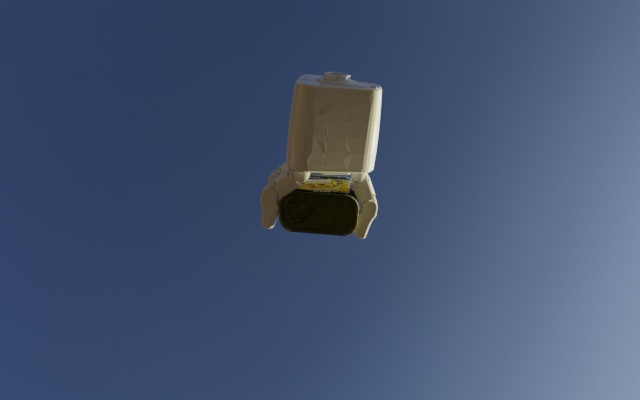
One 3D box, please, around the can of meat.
[{"bbox_3d":[0.000,0.002,0.650,0.102,0.057,0.084,4,22,2],"label":"can of meat"}]
